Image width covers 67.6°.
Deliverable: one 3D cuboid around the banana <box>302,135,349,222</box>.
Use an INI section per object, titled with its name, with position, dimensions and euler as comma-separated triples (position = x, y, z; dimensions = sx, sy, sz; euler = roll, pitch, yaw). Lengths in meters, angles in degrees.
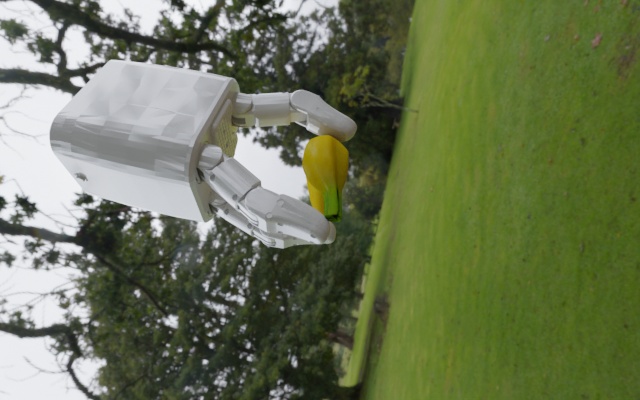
[banana]
position = 0.003, -0.017, 0.413
dimensions = 0.037, 0.069, 0.198
euler = 8, -2, 1
